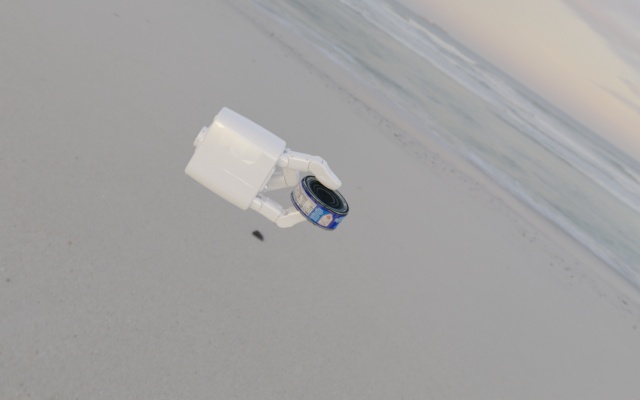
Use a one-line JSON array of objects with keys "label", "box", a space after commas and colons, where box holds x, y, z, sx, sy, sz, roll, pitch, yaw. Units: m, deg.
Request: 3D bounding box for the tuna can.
[{"label": "tuna can", "box": [0.001, 0.002, 0.703, 0.086, 0.034, 0.086, 33, 24, -16]}]
